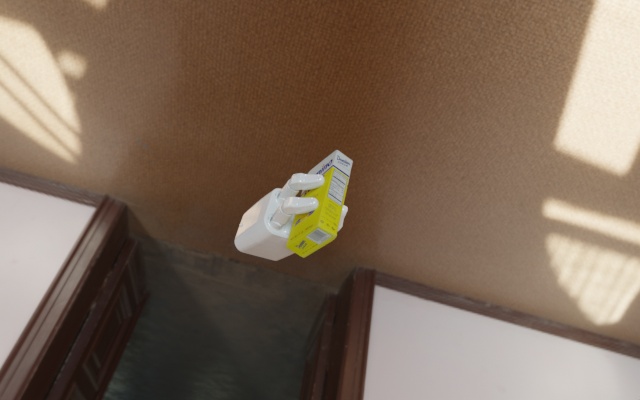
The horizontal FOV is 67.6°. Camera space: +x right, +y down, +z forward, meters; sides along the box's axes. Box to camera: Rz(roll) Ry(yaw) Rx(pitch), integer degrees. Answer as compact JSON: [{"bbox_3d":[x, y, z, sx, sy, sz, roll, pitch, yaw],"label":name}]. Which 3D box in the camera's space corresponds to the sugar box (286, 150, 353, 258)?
[{"bbox_3d":[0.000,0.003,0.820,0.048,0.176,0.093,32,-44,-23],"label":"sugar box"}]
